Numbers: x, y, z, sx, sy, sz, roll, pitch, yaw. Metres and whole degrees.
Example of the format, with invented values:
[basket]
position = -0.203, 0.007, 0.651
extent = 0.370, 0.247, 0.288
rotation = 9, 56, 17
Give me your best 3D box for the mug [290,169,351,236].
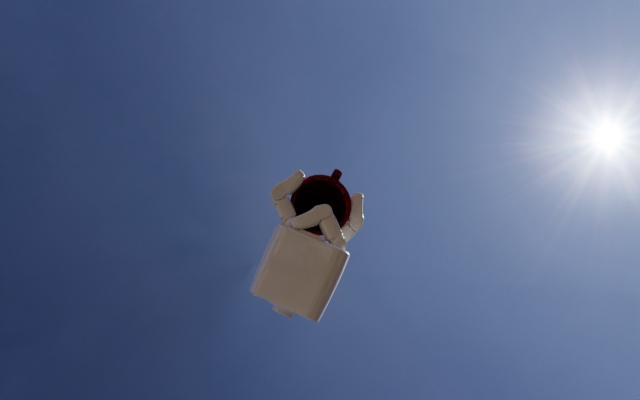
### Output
[mug]
position = 0.001, 0.001, 0.755
extent = 0.093, 0.117, 0.081
rotation = 27, -12, -4
